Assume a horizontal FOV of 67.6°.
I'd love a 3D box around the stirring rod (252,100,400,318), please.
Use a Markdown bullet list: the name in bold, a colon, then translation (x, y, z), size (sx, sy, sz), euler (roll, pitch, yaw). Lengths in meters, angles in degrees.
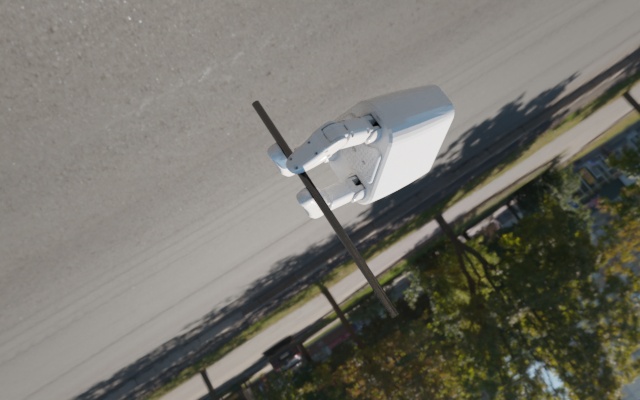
- **stirring rod**: translation (0.000, 0.001, 0.437), size (0.011, 0.239, 0.011), euler (-31, -15, -9)
